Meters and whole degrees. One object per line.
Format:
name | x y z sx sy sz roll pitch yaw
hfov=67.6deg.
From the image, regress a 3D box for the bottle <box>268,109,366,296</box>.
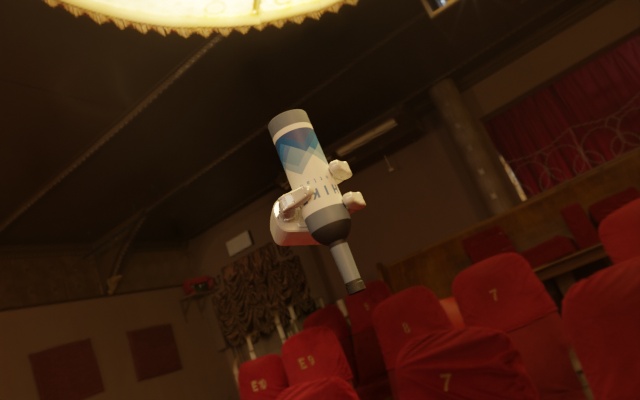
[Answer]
bottle | 0.000 0.002 0.733 0.069 0.295 0.069 -21 -15 -6
